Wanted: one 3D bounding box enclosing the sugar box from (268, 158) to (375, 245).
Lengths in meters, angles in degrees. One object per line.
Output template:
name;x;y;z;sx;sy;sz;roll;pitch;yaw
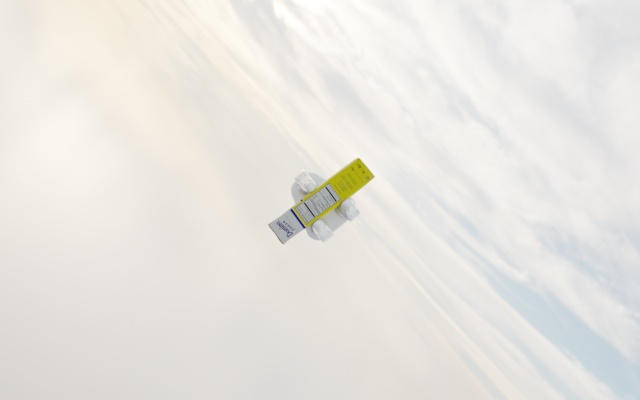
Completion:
sugar box;0.001;0.003;0.765;0.176;0.048;0.093;-39;-1;-3
